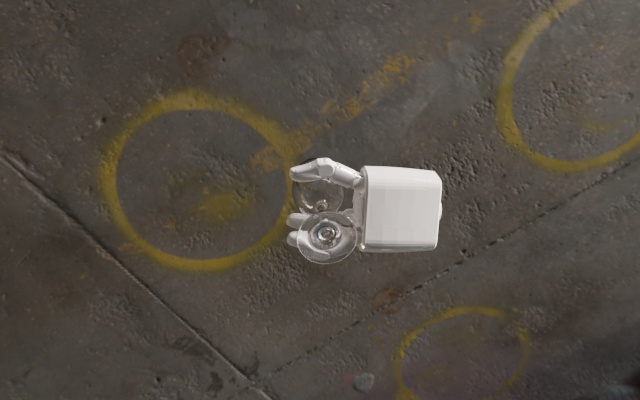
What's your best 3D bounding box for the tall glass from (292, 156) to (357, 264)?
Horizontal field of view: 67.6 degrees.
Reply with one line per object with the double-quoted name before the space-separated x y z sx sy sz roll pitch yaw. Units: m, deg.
"tall glass" 0.000 0.002 0.663 0.079 0.079 0.201 0 26 -6
